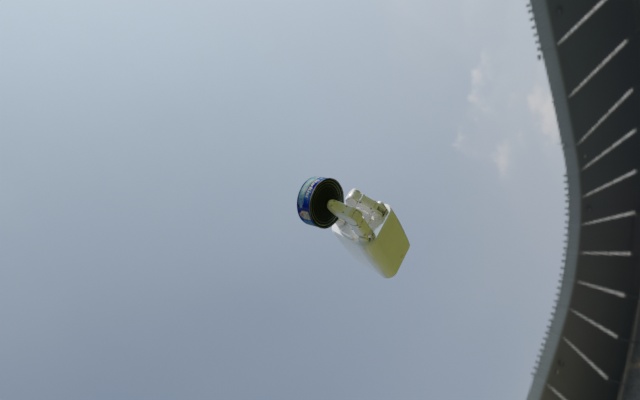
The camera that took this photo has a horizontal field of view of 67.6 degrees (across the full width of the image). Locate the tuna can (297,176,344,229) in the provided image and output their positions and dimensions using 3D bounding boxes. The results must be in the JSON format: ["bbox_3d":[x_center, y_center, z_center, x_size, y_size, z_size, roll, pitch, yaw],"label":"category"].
[{"bbox_3d":[0.000,0.003,0.805,0.033,0.086,0.086,11,8,41],"label":"tuna can"}]
